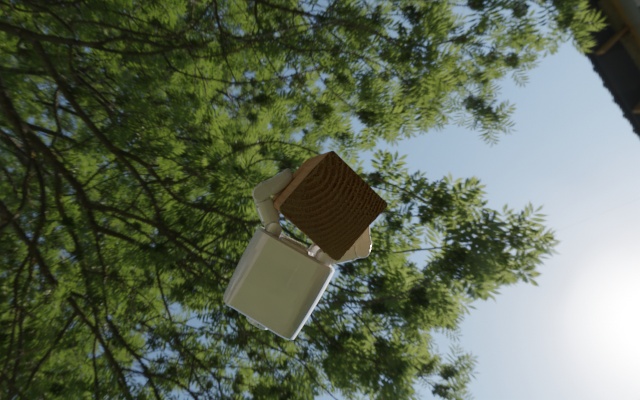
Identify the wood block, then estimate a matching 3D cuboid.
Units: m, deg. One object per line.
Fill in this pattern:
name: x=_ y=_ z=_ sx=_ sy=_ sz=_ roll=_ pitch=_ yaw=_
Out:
wood block: x=0.000 y=0.002 z=0.620 sx=0.091 sy=0.090 sz=0.206 roll=43 pitch=-4 yaw=-8
